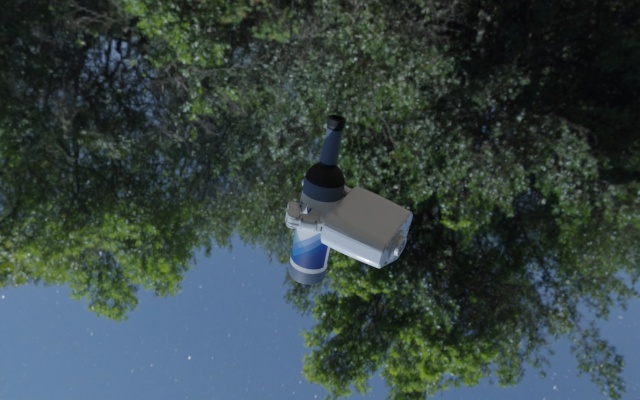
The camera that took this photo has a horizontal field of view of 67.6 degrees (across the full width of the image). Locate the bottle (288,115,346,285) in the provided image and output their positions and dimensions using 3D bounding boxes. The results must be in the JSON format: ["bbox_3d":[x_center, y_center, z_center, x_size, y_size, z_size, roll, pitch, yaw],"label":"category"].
[{"bbox_3d":[0.000,0.003,0.788,0.069,0.296,0.069,9,28,-5],"label":"bottle"}]
